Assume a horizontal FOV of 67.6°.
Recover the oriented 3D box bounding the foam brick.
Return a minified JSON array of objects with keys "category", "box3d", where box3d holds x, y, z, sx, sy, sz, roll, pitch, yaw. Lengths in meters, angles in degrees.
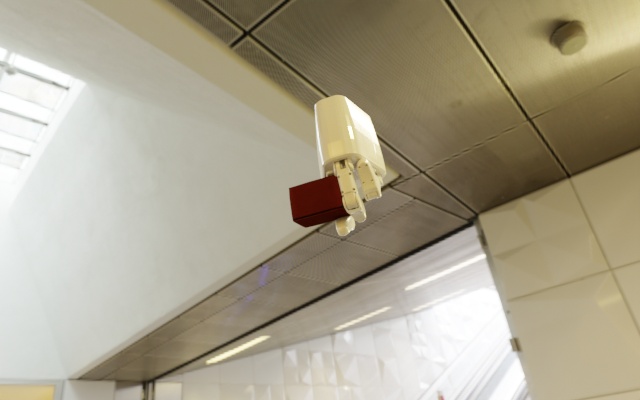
[{"category":"foam brick","box3d":[0.000,0.002,0.694,0.078,0.051,0.053,-16,-19,13]}]
